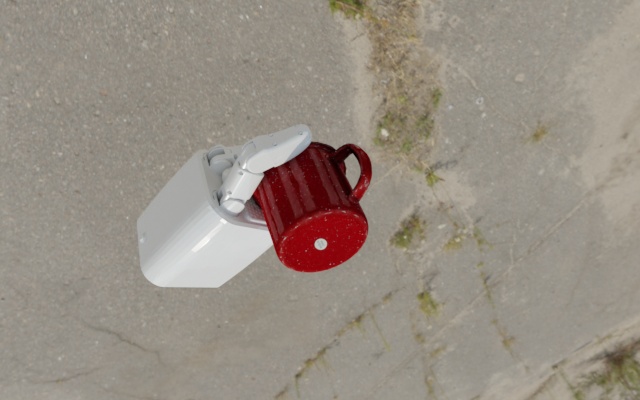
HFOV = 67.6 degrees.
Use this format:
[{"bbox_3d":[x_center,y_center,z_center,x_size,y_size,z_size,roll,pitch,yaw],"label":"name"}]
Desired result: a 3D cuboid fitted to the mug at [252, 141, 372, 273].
[{"bbox_3d":[0.001,0.001,0.416,0.117,0.081,0.093,-42,-45,20],"label":"mug"}]
